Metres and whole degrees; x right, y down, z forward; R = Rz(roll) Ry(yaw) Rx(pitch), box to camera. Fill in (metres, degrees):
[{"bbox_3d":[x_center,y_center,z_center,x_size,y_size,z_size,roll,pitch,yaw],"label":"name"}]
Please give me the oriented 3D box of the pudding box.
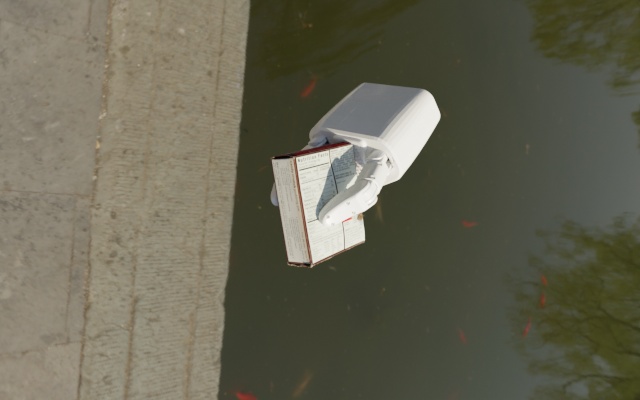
[{"bbox_3d":[0.000,0.002,0.492,0.039,0.113,0.090,-1,12,45],"label":"pudding box"}]
